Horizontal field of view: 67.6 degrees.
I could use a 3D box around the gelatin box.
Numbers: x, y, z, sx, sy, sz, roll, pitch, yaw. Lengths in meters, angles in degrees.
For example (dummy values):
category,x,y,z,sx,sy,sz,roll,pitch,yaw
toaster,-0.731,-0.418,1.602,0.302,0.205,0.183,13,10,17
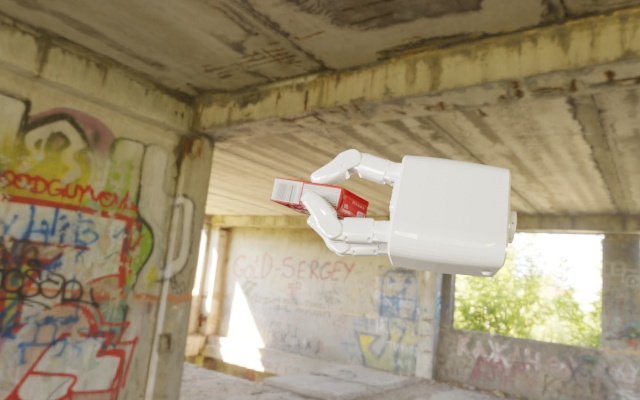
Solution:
category,x,y,z,sx,sy,sz,roll,pitch,yaw
gelatin box,0.000,0.001,0.537,0.089,0.030,0.073,10,-8,28
